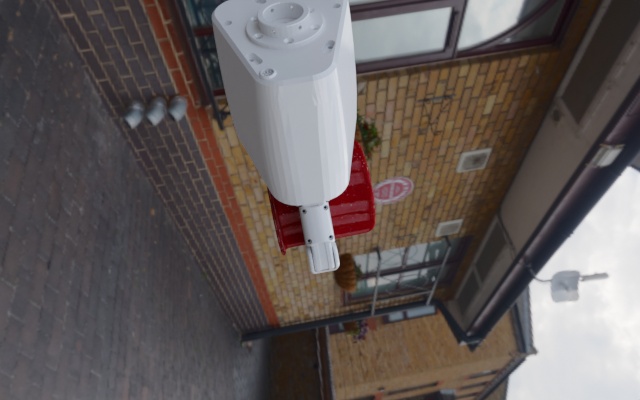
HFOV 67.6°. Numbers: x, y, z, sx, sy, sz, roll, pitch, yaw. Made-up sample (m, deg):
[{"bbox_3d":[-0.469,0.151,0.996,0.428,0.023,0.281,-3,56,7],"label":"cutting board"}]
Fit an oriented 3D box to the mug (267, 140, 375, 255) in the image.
[{"bbox_3d":[0.000,0.002,0.420,0.081,0.093,0.117,-11,-38,-3],"label":"mug"}]
